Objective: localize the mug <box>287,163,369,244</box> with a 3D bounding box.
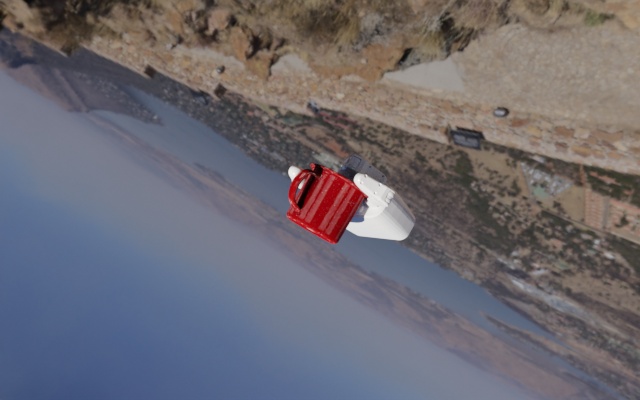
[{"bbox_3d":[-0.001,0.002,0.648,0.093,0.081,0.117,24,-9,42],"label":"mug"}]
